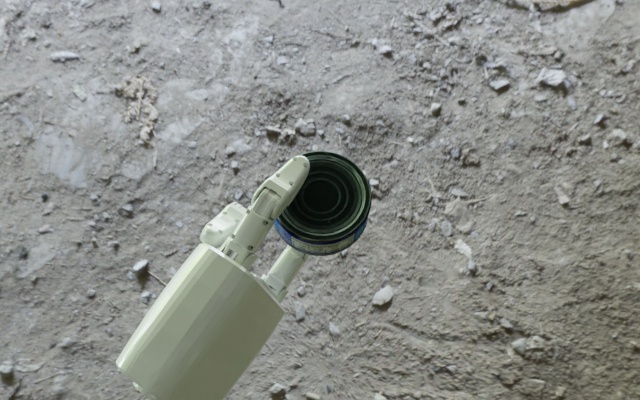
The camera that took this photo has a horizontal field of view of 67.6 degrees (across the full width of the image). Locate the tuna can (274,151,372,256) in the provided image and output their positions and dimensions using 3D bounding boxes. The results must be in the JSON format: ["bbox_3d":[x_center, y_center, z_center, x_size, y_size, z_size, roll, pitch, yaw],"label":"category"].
[{"bbox_3d":[0.000,0.001,0.405,0.086,0.086,0.034,0,-24,-2],"label":"tuna can"}]
